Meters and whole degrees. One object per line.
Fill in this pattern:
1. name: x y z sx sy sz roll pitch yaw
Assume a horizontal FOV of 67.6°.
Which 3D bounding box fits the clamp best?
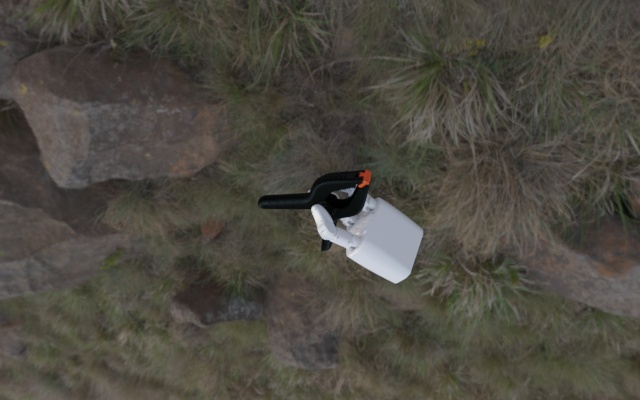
1. clamp: 0.000 0.003 0.812 0.164 0.036 0.210 31 -44 -18
